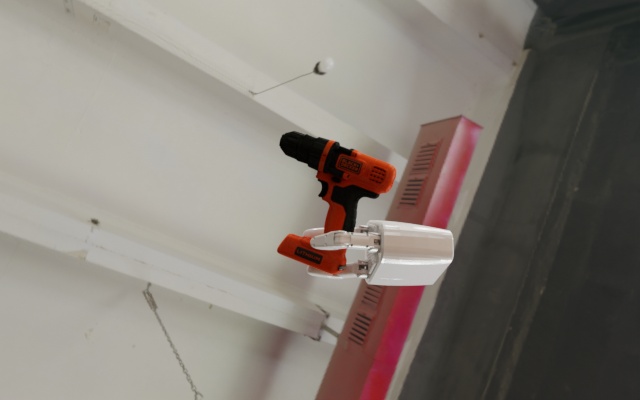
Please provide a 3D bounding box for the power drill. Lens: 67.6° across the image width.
[{"bbox_3d":[0.000,0.003,0.720,0.184,0.187,0.057,21,5,12],"label":"power drill"}]
